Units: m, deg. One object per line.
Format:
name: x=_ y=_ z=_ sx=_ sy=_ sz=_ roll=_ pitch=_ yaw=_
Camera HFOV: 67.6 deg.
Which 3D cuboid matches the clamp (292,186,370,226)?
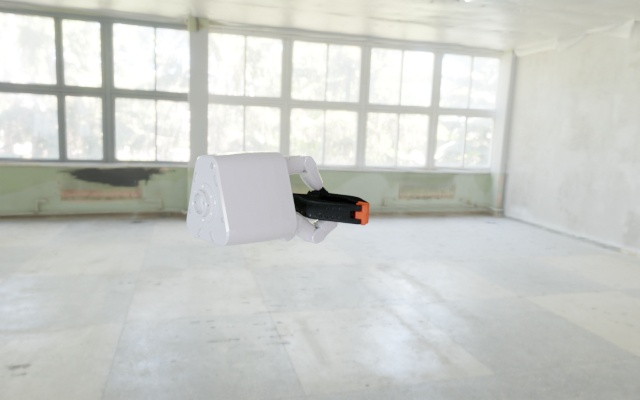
clamp: x=0.000 y=0.002 z=0.695 sx=0.210 sy=0.036 sz=0.164 roll=10 pitch=13 yaw=44
